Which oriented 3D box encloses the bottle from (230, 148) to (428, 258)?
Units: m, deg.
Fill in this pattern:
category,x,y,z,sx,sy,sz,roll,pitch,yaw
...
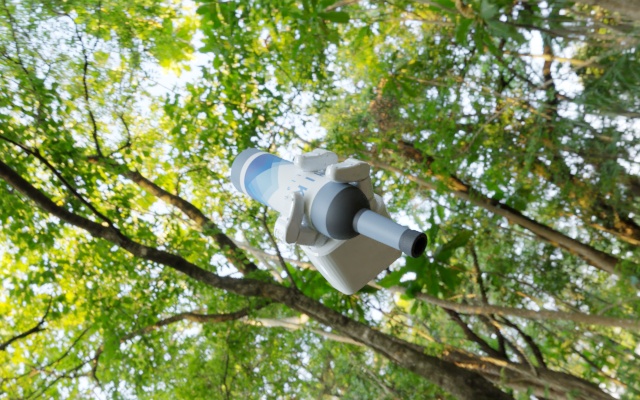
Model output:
category,x,y,z,sx,sy,sz,roll,pitch,yaw
bottle,0.000,0.002,0.577,0.069,0.069,0.295,0,17,-45
